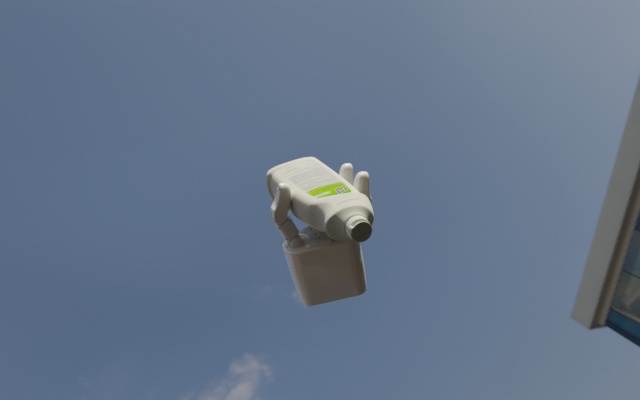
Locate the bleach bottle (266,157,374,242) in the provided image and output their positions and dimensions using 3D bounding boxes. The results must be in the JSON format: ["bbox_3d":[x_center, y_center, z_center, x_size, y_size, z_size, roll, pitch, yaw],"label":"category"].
[{"bbox_3d":[0.000,0.002,0.701,0.102,0.068,0.250,-21,25,-14],"label":"bleach bottle"}]
